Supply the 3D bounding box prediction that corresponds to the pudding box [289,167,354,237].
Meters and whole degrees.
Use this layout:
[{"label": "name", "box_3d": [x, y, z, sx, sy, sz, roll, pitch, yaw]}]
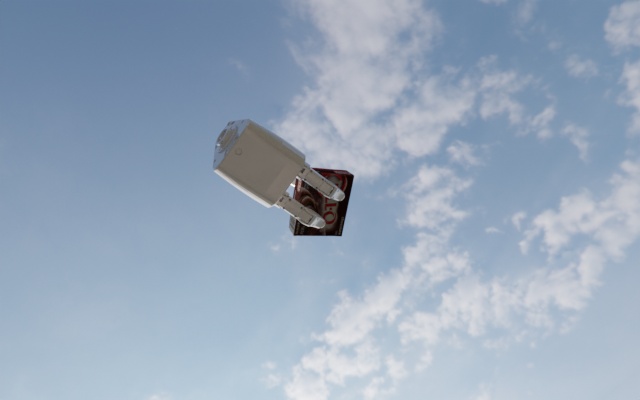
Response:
[{"label": "pudding box", "box_3d": [0.000, 0.003, 0.793, 0.090, 0.113, 0.039, 3, 21, -23]}]
